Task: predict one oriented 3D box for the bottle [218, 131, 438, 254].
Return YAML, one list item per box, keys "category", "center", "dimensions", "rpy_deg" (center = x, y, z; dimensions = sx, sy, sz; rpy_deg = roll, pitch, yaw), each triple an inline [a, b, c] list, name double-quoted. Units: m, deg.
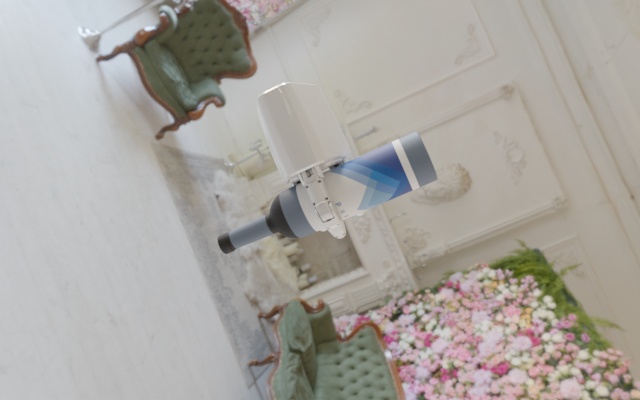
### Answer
- category: "bottle"
  center: [0.000, 0.002, 0.620]
  dimensions: [0.296, 0.069, 0.069]
  rpy_deg: [-24, -5, 10]
